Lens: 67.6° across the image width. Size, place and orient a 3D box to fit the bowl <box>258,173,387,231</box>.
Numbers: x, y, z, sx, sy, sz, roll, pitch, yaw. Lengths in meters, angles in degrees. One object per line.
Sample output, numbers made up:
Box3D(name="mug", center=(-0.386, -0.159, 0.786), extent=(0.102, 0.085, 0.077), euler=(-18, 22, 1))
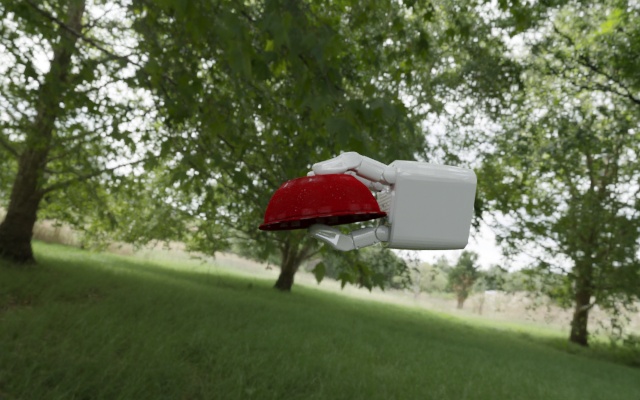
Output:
Box3D(name="bowl", center=(-0.001, 0.002, 0.599), extent=(0.162, 0.055, 0.162), euler=(-7, -7, -1))
